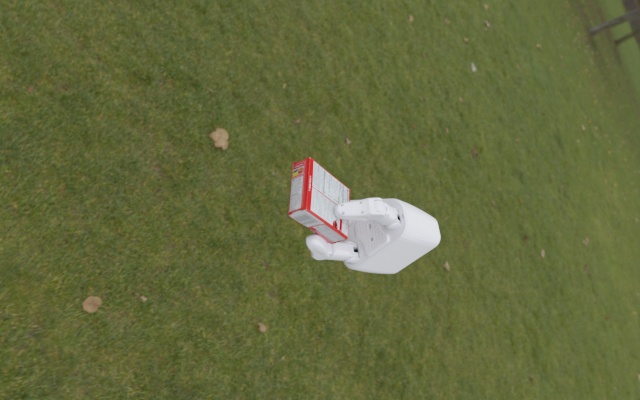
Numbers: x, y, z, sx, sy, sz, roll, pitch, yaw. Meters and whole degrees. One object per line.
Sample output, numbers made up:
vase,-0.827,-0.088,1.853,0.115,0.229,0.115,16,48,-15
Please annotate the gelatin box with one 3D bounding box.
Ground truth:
gelatin box,0.000,0.002,0.578,0.030,0.073,0.089,-18,-37,32
